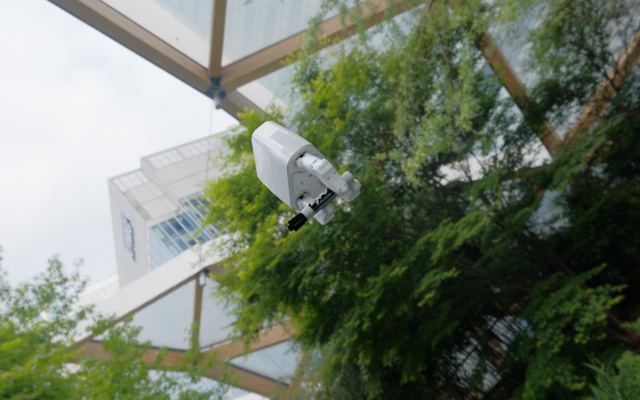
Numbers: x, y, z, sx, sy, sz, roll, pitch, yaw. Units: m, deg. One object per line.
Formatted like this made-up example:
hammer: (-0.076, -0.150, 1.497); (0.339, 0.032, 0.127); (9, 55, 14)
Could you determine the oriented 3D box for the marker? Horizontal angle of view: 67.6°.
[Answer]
marker: (0.000, 0.002, 0.683); (0.121, 0.020, 0.020); (-41, 13, -16)
